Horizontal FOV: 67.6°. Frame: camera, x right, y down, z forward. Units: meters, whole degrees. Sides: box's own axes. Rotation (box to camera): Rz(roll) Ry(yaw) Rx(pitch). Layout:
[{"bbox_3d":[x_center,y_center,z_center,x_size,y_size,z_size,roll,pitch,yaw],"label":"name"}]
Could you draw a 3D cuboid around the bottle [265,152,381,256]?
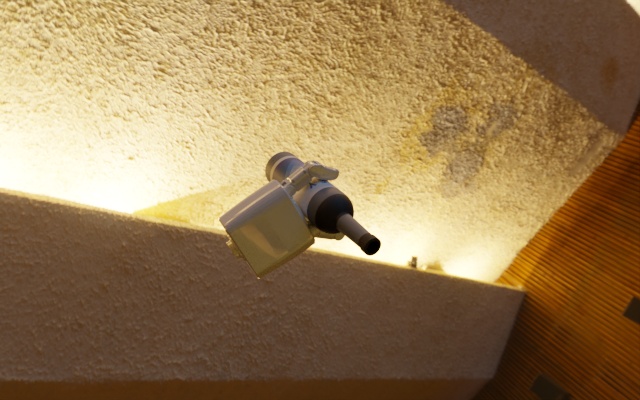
[{"bbox_3d":[0.000,0.002,0.746,0.069,0.069,0.295,0,24,-31],"label":"bottle"}]
